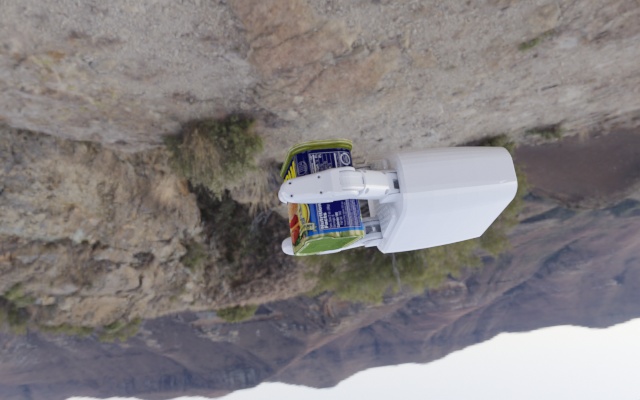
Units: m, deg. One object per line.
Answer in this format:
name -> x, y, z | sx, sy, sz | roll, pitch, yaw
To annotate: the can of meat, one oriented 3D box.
can of meat -> 0.000, 0.002, 0.435 | 0.057, 0.084, 0.102 | -6, -13, -13
